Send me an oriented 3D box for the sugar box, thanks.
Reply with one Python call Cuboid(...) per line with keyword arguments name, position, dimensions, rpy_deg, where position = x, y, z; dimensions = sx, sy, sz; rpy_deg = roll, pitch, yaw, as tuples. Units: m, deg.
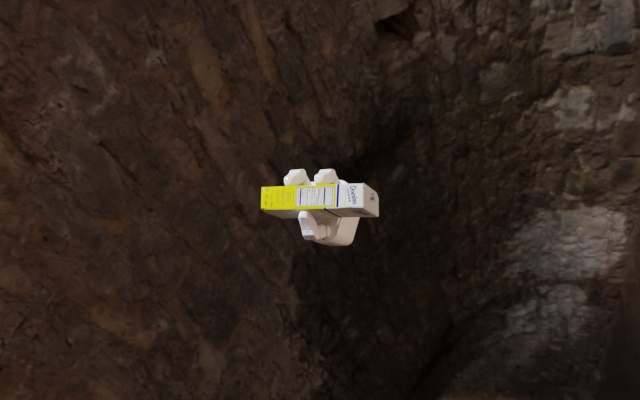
Cuboid(name="sugar box", position=(0.000, 0.002, 0.785), dimensions=(0.176, 0.048, 0.093), rpy_deg=(-4, -12, 20))
